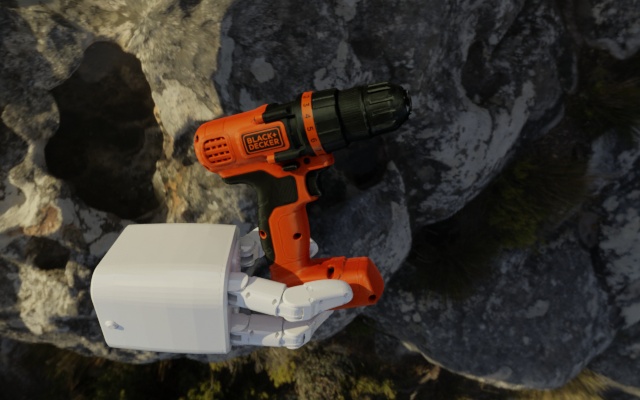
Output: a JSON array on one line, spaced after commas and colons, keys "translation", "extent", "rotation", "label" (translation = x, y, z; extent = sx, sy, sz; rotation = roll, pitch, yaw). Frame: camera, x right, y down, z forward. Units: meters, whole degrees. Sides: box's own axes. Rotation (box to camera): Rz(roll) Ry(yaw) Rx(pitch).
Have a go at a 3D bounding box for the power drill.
[{"translation": [0.000, 0.002, 0.415], "extent": [0.184, 0.188, 0.057], "rotation": [-10, 16, 16], "label": "power drill"}]
